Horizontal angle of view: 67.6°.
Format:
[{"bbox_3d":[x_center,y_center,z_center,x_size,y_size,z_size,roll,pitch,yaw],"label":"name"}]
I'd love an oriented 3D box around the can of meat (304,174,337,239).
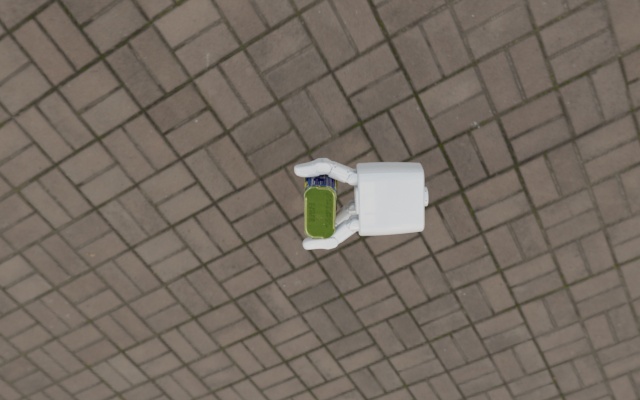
[{"bbox_3d":[0.000,0.003,0.796,0.057,0.102,0.084,1,27,1],"label":"can of meat"}]
